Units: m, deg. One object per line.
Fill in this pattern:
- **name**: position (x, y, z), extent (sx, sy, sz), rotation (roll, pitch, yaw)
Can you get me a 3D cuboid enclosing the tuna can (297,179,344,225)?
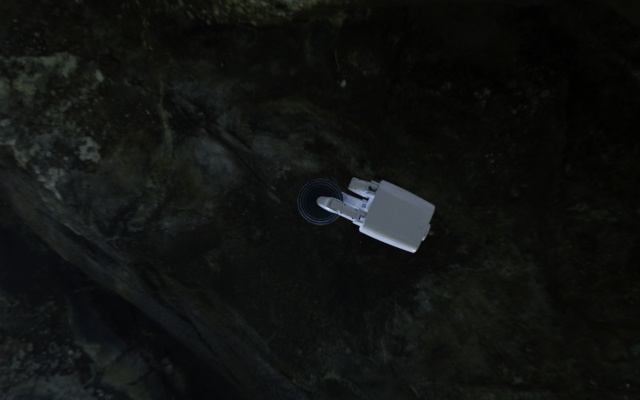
- **tuna can**: position (0.000, 0.003, 0.898), extent (0.086, 0.086, 0.034), rotation (0, -3, 0)
